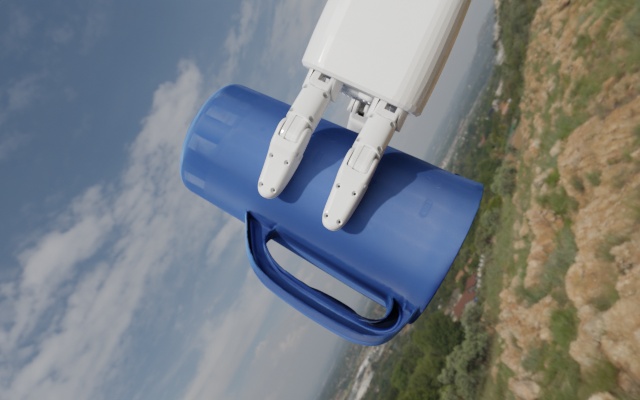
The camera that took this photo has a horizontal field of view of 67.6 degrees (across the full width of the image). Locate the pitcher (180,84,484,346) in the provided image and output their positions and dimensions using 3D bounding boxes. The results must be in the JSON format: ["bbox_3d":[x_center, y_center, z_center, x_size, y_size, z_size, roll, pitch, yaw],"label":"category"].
[{"bbox_3d":[0.000,0.001,0.415,0.243,0.145,0.149,27,13,9],"label":"pitcher"}]
